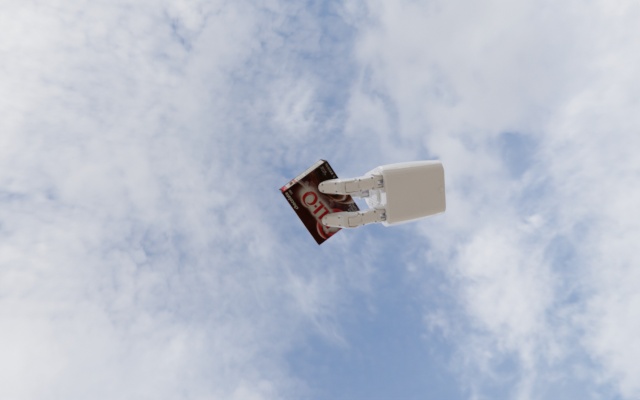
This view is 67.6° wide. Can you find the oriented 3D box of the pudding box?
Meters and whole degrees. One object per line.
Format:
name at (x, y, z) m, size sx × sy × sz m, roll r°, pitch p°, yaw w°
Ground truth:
pudding box at (0.000, 0.002, 0.780) m, size 0.090 × 0.113 × 0.039 m, roll -37°, pitch 16°, yaw -6°
